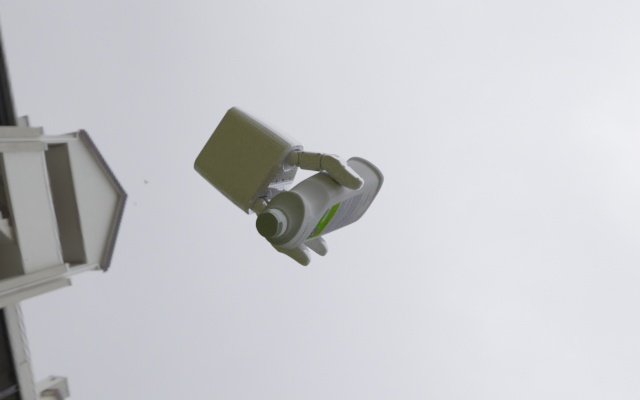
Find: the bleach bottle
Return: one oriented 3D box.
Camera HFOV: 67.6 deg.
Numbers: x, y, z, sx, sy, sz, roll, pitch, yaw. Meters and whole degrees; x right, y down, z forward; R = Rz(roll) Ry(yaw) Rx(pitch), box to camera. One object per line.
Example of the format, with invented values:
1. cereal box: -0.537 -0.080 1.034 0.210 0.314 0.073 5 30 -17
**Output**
1. bleach bottle: 0.000 0.002 0.616 0.068 0.102 0.251 35 21 17
